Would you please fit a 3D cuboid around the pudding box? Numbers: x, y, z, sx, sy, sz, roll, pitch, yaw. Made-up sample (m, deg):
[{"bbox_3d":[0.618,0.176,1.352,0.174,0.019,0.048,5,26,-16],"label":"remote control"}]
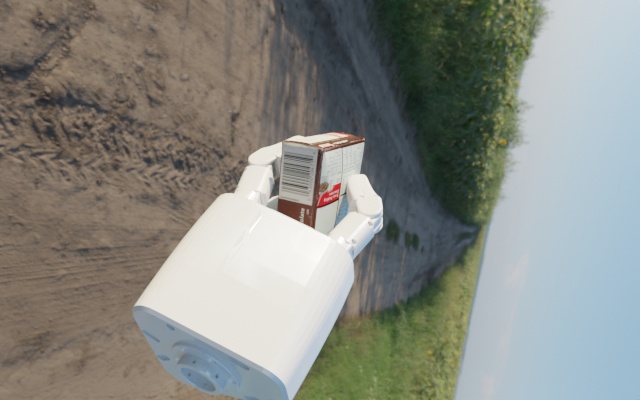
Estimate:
[{"bbox_3d":[0.000,0.001,0.413,0.039,0.113,0.090,15,18,23],"label":"pudding box"}]
